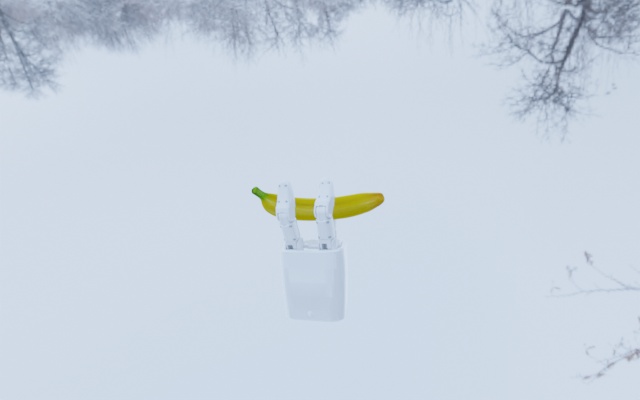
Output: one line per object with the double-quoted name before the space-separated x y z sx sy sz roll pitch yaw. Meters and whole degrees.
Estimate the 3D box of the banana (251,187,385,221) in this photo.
"banana" -0.003 0.008 0.731 0.198 0.037 0.070 1 -19 0
